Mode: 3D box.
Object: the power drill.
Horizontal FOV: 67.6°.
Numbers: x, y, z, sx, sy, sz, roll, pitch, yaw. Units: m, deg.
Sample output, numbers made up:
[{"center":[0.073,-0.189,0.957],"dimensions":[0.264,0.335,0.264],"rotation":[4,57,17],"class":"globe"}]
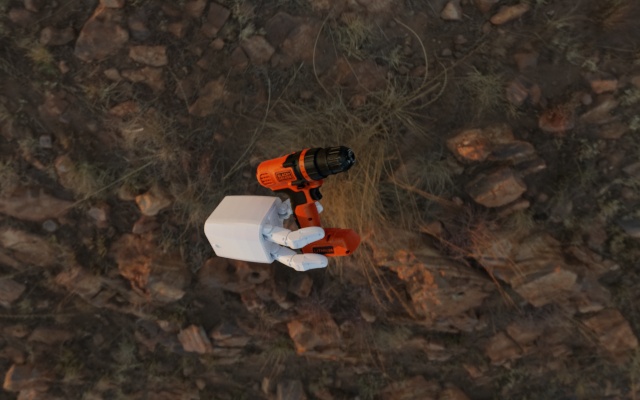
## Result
[{"center":[0.000,0.003,0.792],"dimensions":[0.184,0.188,0.057],"rotation":[-8,24,36],"class":"power drill"}]
